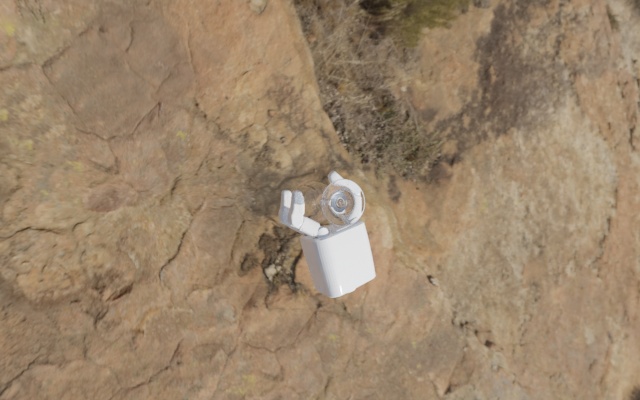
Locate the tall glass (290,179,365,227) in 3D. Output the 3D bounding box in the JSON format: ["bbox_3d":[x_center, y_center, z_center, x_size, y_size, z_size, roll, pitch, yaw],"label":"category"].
[{"bbox_3d":[0.000,0.003,0.826,0.079,0.079,0.201,0,1,-21],"label":"tall glass"}]
